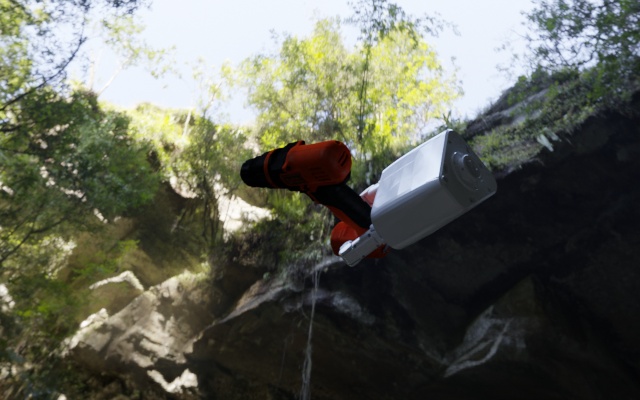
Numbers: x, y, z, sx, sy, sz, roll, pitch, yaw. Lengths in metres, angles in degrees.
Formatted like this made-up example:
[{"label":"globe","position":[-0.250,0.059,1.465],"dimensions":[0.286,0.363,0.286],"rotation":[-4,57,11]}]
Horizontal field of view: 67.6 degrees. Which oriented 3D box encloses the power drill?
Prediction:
[{"label":"power drill","position":[0.001,0.002,0.625],"dimensions":[0.184,0.057,0.188],"rotation":[-3,-40,47]}]
